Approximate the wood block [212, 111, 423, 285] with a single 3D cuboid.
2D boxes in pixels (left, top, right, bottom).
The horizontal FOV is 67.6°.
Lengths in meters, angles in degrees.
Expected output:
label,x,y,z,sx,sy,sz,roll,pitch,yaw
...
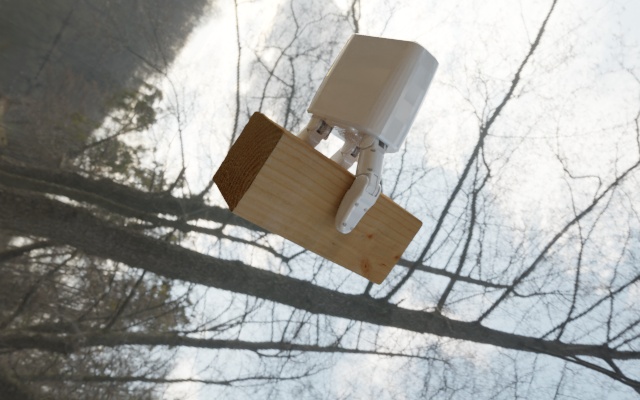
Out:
label,x,y,z,sx,sy,sz,roll,pitch,yaw
wood block,0.001,0.002,0.519,0.206,0.090,0.090,30,8,-33
